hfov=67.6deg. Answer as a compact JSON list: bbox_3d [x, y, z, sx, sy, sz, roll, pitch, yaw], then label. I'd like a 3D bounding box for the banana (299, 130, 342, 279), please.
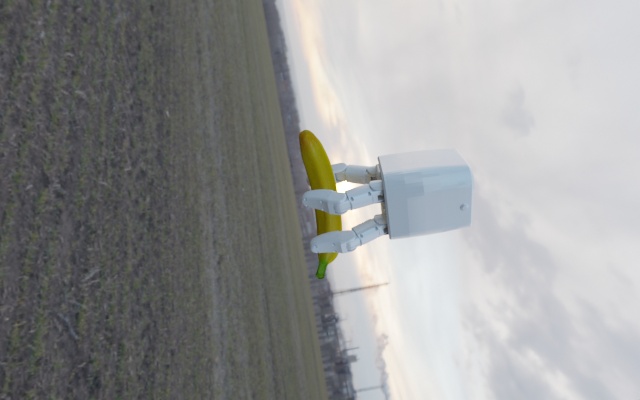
[{"bbox_3d":[0.004,0.000,0.636,0.037,0.198,0.069,-5,14,12],"label":"banana"}]
